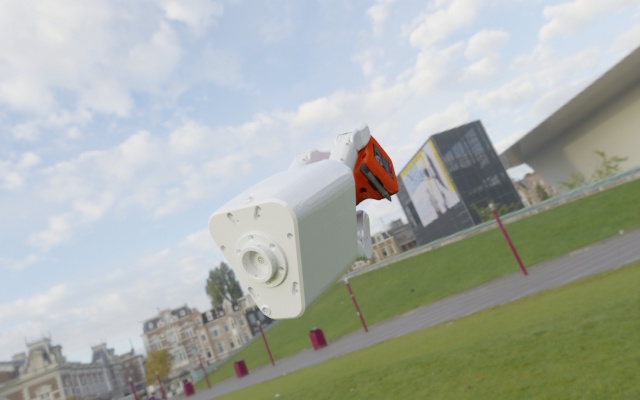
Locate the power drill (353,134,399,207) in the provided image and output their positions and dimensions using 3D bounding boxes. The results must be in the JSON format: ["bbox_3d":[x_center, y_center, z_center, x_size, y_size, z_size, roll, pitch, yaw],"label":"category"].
[{"bbox_3d":[0.000,0.002,0.568,0.188,0.057,0.184,-38,18,17],"label":"power drill"}]
